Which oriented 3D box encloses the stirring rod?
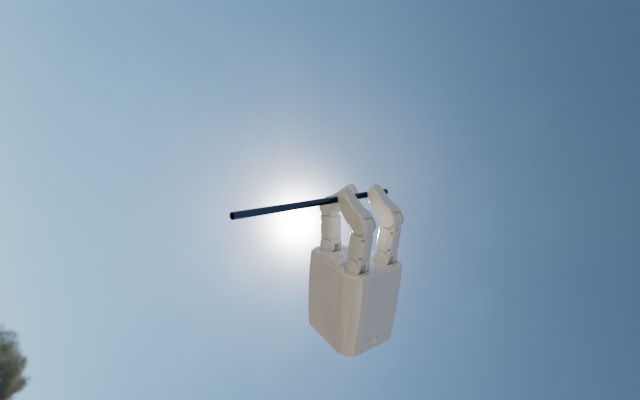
[{"bbox_3d":[0.000,0.002,0.544,0.239,0.011,0.011,-9,6,-44],"label":"stirring rod"}]
